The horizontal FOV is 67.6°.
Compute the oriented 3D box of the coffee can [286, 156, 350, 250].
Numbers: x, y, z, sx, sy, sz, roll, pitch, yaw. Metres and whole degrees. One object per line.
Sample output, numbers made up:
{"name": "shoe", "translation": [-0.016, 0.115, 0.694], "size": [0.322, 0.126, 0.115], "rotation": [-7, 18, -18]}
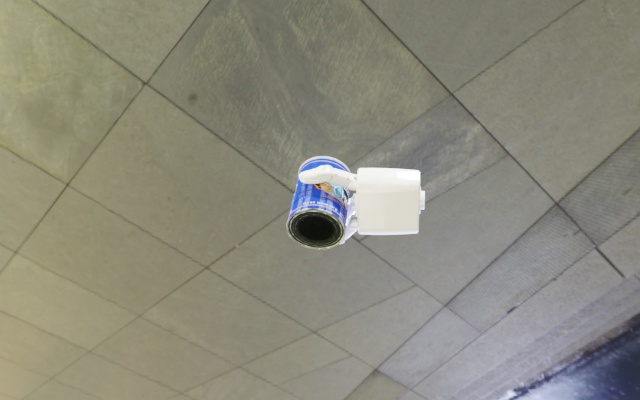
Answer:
{"name": "coffee can", "translation": [0.000, 0.003, 0.864], "size": [0.103, 0.103, 0.140], "rotation": [0, 44, 10]}
